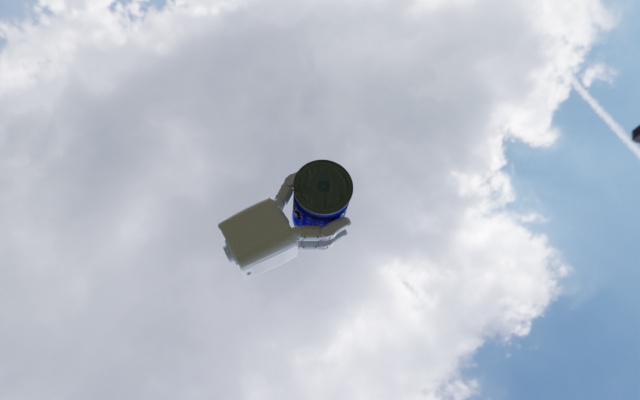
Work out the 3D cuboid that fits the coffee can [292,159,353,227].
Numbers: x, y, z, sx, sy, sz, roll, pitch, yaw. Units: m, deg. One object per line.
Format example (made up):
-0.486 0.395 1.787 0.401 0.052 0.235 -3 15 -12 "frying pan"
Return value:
0.000 0.003 0.869 0.103 0.102 0.140 0 -23 -4 "coffee can"
